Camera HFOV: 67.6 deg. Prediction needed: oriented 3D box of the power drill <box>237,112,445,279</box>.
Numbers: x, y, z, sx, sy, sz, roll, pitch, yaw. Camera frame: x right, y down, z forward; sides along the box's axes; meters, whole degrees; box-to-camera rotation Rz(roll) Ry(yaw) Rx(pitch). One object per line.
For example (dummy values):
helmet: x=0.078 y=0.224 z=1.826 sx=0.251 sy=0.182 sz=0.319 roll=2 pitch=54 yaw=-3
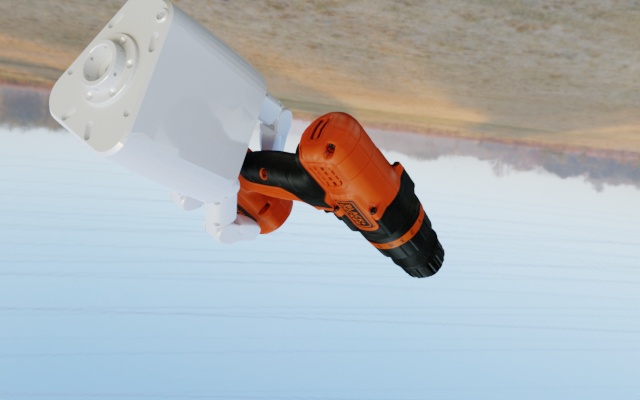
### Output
power drill: x=0.000 y=0.001 z=0.415 sx=0.187 sy=0.057 sz=0.184 roll=3 pitch=-35 yaw=42
